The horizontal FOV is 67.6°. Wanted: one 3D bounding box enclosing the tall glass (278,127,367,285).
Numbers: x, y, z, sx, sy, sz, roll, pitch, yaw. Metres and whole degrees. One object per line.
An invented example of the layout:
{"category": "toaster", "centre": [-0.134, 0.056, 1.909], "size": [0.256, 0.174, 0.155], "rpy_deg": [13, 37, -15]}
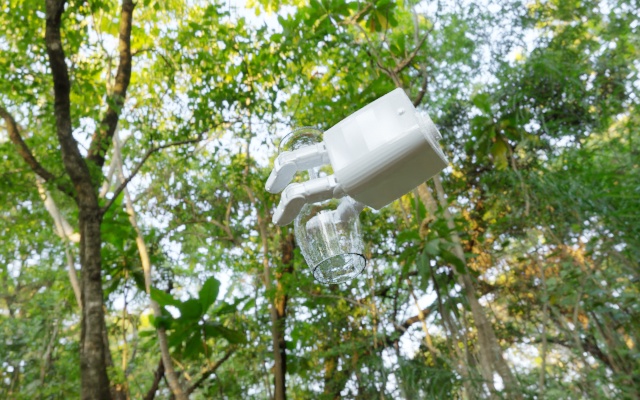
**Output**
{"category": "tall glass", "centre": [0.000, 0.002, 0.589], "size": [0.079, 0.201, 0.079], "rpy_deg": [-9, -39, -8]}
